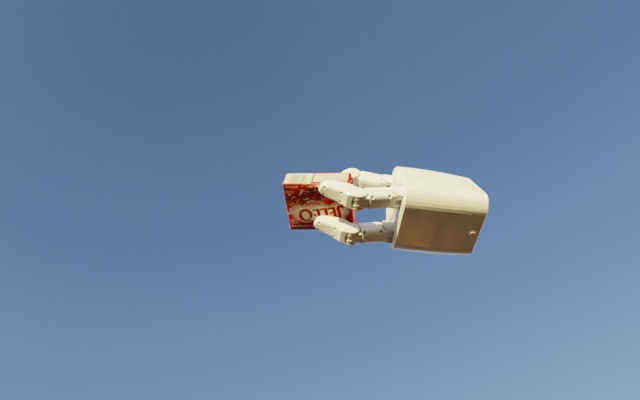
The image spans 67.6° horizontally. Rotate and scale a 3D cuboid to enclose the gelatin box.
[{"bbox_3d":[0.000,0.002,0.625,0.089,0.073,0.030,0,34,11],"label":"gelatin box"}]
